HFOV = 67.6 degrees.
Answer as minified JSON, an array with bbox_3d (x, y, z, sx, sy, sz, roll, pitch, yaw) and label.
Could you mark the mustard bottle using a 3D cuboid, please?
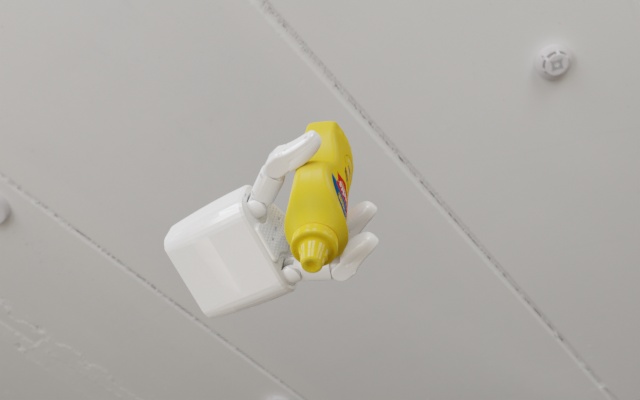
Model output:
[{"bbox_3d":[0.000,0.001,0.472,0.058,0.096,0.191,-3,33,8],"label":"mustard bottle"}]
